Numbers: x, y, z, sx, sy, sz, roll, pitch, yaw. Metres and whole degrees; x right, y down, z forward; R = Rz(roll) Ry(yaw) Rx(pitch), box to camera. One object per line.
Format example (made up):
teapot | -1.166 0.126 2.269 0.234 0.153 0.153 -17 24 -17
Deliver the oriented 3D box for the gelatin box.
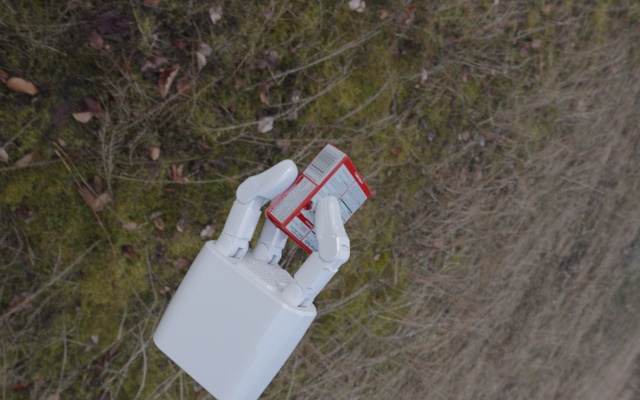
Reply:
gelatin box | 0.001 0.001 0.449 0.030 0.089 0.073 39 -5 36
